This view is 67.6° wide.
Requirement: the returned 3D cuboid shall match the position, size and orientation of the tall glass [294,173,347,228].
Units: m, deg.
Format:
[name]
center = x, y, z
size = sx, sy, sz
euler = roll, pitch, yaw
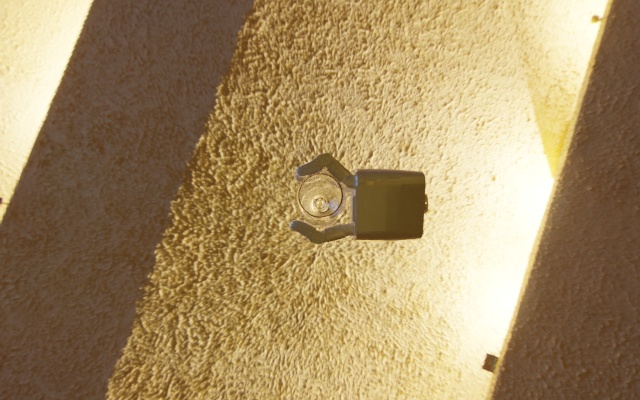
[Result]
[tall glass]
center = 0.000, 0.003, 0.754
size = 0.079, 0.079, 0.201
euler = 0, -5, 0
